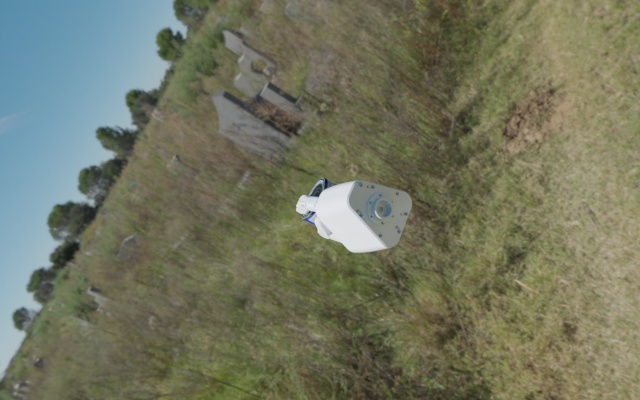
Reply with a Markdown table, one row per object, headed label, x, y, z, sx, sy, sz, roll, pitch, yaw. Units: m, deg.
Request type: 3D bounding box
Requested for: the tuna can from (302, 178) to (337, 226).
| label | x | y | z | sx | sy | sz | roll | pitch | yaw |
| --- | --- | --- | --- | --- | --- | --- | --- | --- | --- |
| tuna can | 0.000 | 0.003 | 0.863 | 0.034 | 0.086 | 0.086 | 27 | -8 | -16 |
